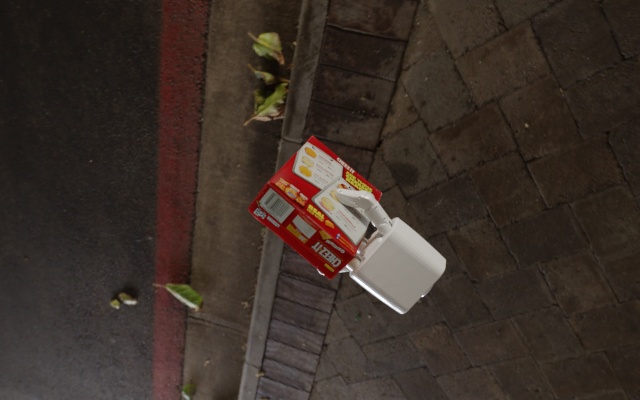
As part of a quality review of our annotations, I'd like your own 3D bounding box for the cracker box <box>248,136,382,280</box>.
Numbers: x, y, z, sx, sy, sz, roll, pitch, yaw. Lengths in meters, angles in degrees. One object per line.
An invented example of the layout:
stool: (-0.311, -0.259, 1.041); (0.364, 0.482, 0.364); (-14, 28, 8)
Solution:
cracker box: (0.000, 0.002, 0.769); (0.072, 0.164, 0.213); (-48, 5, 30)
